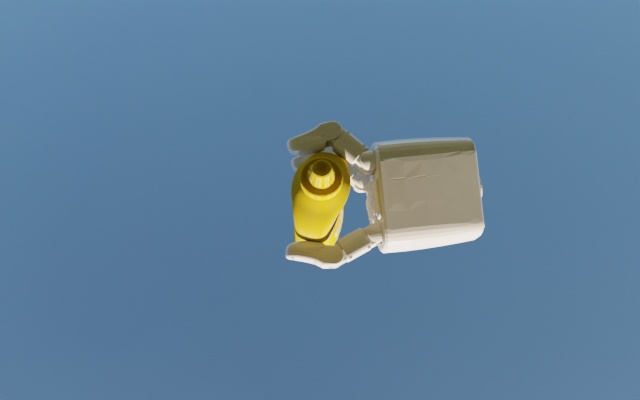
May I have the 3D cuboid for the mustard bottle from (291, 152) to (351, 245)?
[{"bbox_3d":[0.000,0.002,0.521,0.058,0.096,0.192,17,-18,4],"label":"mustard bottle"}]
